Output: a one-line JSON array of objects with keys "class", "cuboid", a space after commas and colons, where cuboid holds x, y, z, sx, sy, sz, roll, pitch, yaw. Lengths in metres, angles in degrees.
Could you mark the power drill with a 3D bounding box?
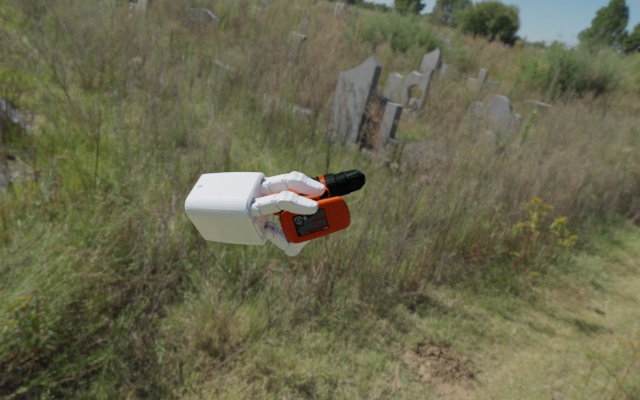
[{"class": "power drill", "cuboid": [0.000, 0.003, 0.807, 0.184, 0.057, 0.187, -18, 15, 0]}]
